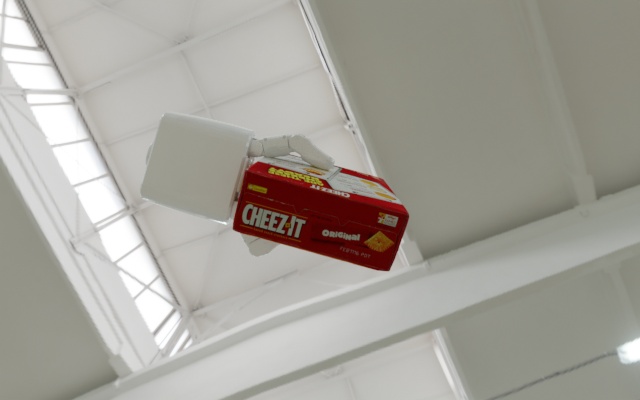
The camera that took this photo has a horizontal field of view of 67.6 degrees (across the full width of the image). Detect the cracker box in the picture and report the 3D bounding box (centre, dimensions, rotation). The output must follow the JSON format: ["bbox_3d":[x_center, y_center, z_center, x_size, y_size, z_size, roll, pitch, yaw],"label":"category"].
[{"bbox_3d":[0.000,0.002,0.559,0.164,0.072,0.213,15,11,-2],"label":"cracker box"}]
